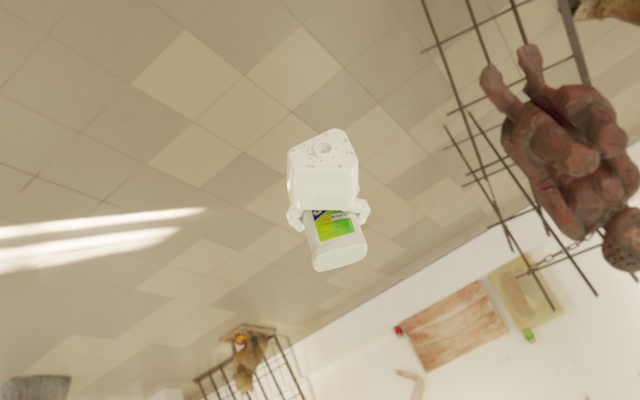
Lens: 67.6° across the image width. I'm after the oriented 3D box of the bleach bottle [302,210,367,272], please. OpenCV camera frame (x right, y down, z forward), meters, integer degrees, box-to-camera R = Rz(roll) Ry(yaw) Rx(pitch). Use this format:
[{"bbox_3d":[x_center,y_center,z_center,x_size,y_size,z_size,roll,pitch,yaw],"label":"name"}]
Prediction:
[{"bbox_3d":[0.000,0.003,0.889,0.102,0.250,0.068,-14,-35,-11],"label":"bleach bottle"}]
